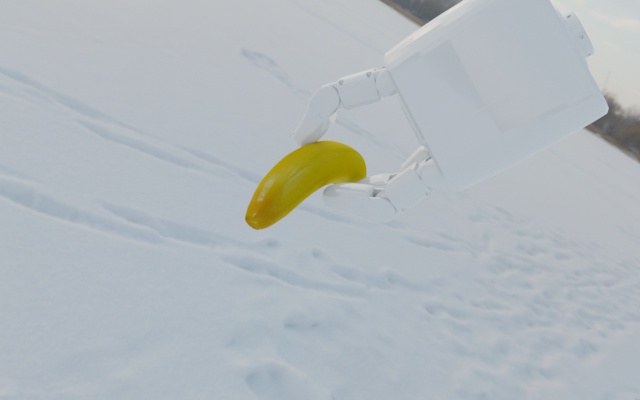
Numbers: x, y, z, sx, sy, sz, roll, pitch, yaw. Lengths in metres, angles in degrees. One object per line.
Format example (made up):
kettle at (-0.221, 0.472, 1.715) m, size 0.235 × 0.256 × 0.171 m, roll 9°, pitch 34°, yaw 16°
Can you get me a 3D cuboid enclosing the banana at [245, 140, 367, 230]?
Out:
banana at (0.002, -0.017, 0.408) m, size 0.037 × 0.069 × 0.198 m, roll 1°, pitch 3°, yaw 27°
